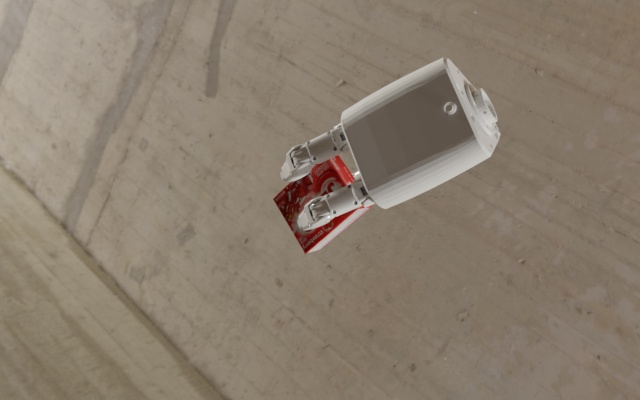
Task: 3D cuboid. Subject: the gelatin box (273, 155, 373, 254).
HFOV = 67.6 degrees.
[{"bbox_3d":[0.000,0.002,0.504,0.089,0.073,0.030,-42,-19,31],"label":"gelatin box"}]
